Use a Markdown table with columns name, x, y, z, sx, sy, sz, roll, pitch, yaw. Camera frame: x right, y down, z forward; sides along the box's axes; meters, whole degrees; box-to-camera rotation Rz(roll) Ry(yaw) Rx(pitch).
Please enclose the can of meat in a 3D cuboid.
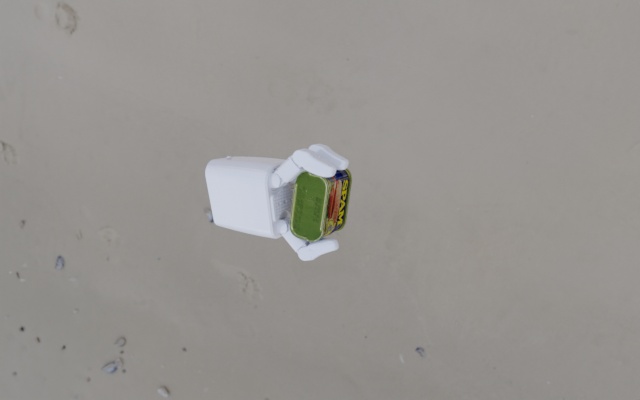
| name | x | y | z | sx | sy | sz | roll | pitch | yaw |
| --- | --- | --- | --- | --- | --- | --- | --- | --- | --- |
| can of meat | 0.000 | 0.002 | 0.682 | 0.057 | 0.102 | 0.084 | 13 | 14 | 22 |
